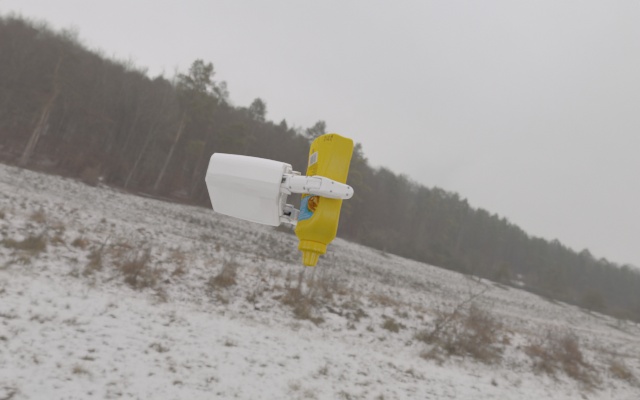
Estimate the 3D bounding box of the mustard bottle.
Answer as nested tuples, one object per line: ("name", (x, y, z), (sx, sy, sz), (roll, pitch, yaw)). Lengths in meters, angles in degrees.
("mustard bottle", (0.000, 0.002, 0.709), (0.058, 0.191, 0.096), (17, -15, -20))
